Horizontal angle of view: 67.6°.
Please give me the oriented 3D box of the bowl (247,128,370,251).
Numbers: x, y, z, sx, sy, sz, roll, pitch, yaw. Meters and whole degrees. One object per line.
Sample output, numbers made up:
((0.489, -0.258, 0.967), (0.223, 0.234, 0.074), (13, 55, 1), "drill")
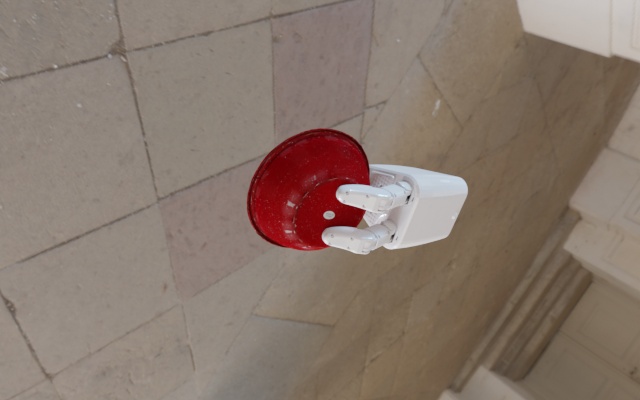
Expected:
((-0.001, 0.002, 0.550), (0.162, 0.162, 0.055), (0, 30, -30), "bowl")
